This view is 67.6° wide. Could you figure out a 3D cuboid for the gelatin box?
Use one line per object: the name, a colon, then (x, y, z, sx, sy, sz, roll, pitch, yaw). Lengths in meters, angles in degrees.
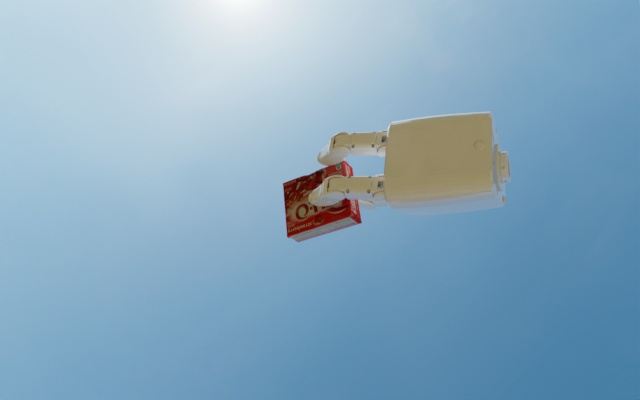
gelatin box: (0.000, 0.002, 0.569, 0.089, 0.073, 0.030, -19, -28, 24)
